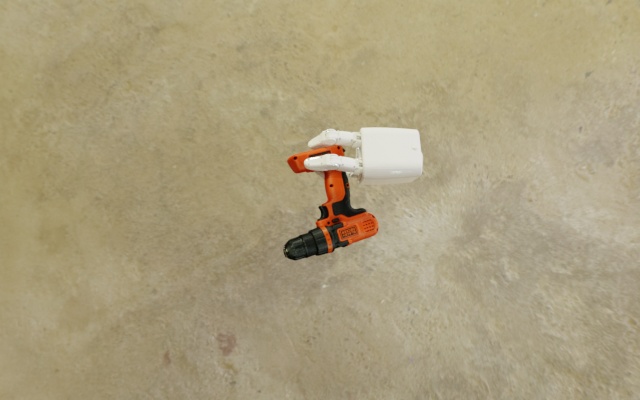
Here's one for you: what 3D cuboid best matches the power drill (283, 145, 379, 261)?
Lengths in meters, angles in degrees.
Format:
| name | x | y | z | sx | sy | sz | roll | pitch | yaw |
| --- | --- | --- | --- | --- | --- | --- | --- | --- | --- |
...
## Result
| name | x | y | z | sx | sy | sz | roll | pitch | yaw |
| --- | --- | --- | --- | --- | --- | --- | --- | --- | --- |
| power drill | 0.000 | 0.002 | 0.871 | 0.184 | 0.187 | 0.057 | -16 | 0 | -19 |
